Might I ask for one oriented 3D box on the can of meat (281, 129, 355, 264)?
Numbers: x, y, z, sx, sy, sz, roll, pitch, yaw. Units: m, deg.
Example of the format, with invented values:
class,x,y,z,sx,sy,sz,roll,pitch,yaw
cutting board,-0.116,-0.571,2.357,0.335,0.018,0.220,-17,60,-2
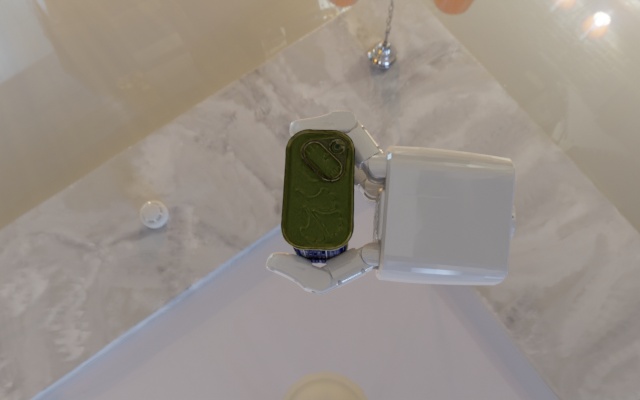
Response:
class,x,y,z,sx,sy,sz,roll,pitch,yaw
can of meat,0.000,0.002,0.420,0.057,0.102,0.084,1,-17,2
